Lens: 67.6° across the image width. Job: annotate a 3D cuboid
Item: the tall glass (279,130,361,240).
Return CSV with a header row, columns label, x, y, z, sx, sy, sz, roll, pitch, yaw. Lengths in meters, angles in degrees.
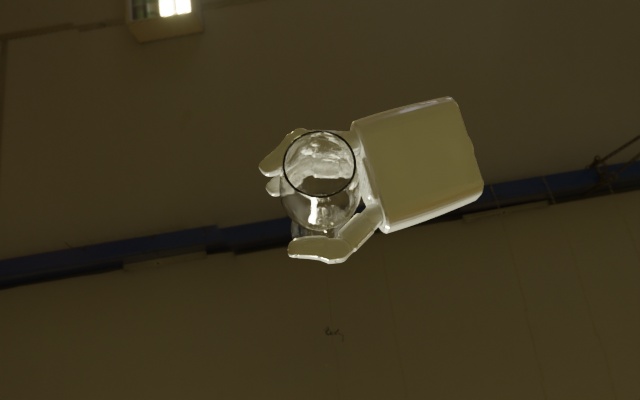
label,x,y,z,sx,sy,sz,roll,pitch,yaw
tall glass,0.000,0.002,0.490,0.079,0.079,0.201,0,-19,1
